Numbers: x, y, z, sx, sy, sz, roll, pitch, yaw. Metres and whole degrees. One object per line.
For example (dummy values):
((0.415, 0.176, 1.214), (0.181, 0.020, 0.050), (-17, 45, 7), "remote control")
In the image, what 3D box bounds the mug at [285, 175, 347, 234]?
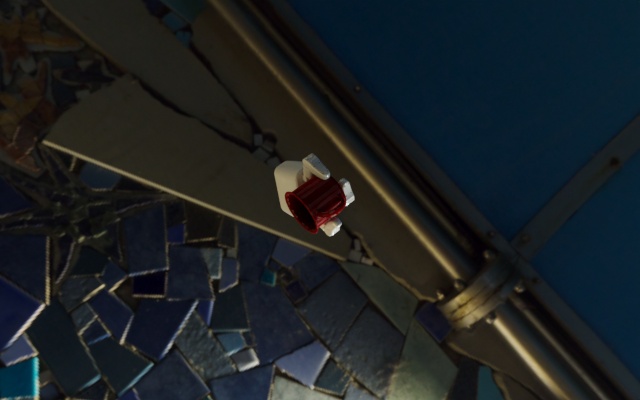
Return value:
((0.001, 0.003, 0.876), (0.081, 0.093, 0.117), (-37, 28, -21), "mug")
